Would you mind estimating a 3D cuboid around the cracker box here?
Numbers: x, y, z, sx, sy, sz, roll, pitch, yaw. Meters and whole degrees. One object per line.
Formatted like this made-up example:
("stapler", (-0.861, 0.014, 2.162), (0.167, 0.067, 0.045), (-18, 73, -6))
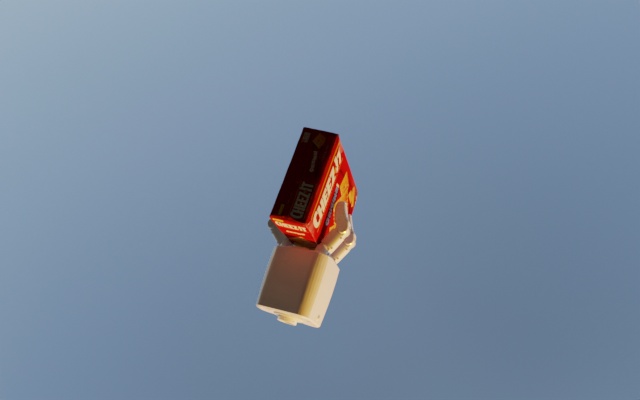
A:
("cracker box", (0.000, 0.003, 0.824), (0.072, 0.164, 0.214), (12, -21, 18))
